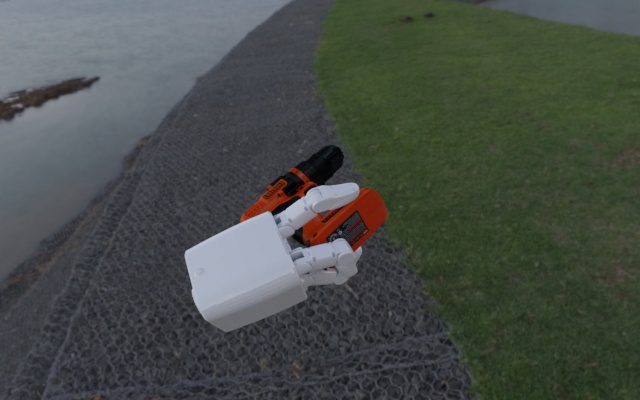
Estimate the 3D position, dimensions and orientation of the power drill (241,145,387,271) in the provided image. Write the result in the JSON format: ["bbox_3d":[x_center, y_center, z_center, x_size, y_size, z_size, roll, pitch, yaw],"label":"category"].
[{"bbox_3d":[0.000,0.002,0.629,0.184,0.057,0.187,-44,32,-15],"label":"power drill"}]
